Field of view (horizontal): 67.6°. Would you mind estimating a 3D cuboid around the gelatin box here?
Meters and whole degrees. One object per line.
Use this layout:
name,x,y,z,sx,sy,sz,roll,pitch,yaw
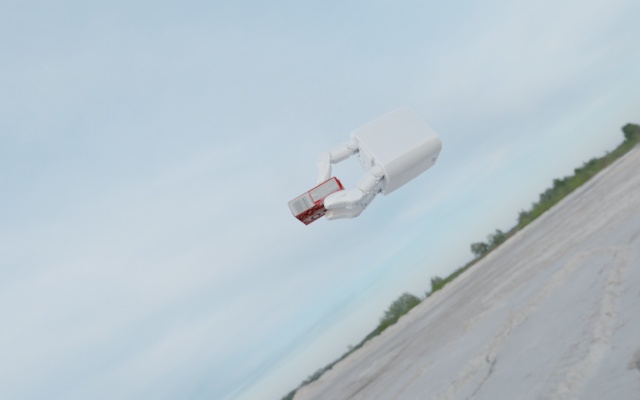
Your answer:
gelatin box,0.000,0.002,0.766,0.089,0.030,0.073,-29,-18,5
